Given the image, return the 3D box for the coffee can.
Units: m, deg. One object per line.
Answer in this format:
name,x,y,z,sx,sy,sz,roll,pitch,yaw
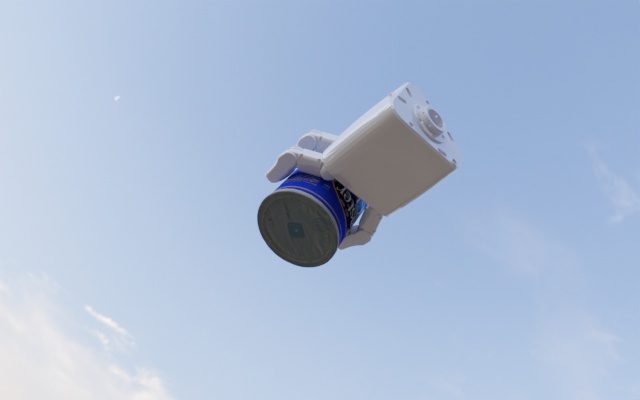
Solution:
coffee can,0.000,0.002,0.596,0.103,0.103,0.140,0,28,27
